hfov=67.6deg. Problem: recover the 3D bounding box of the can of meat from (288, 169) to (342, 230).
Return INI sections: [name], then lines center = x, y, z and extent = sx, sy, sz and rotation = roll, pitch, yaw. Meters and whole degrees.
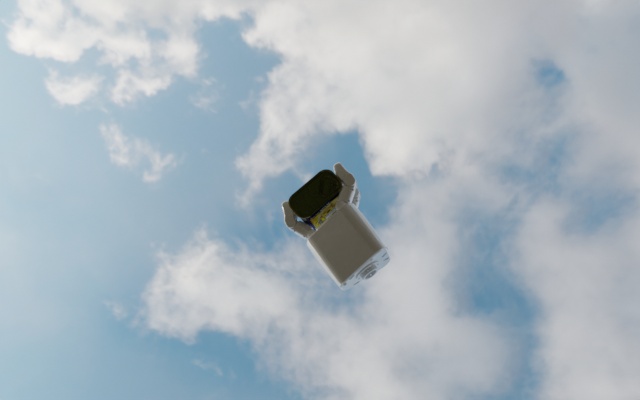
[can of meat]
center = 0.000, 0.003, 0.894
extent = 0.102, 0.057, 0.084
rotation = -41, -27, -4
